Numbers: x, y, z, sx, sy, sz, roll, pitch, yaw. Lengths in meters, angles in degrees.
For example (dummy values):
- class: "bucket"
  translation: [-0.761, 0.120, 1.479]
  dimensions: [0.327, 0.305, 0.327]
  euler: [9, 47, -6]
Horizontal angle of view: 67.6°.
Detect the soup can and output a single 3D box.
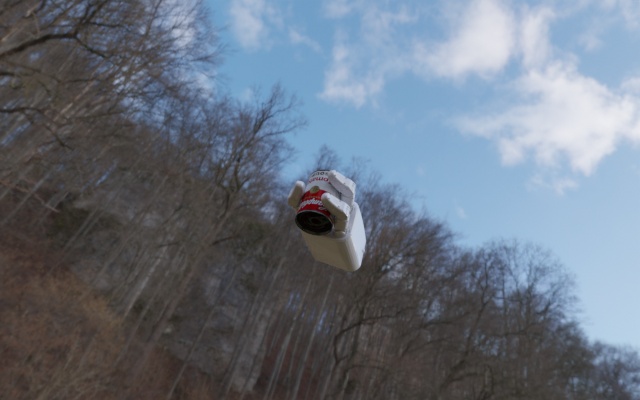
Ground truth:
- class: "soup can"
  translation: [0.000, 0.002, 0.859]
  dimensions: [0.068, 0.102, 0.069]
  euler: [11, -39, 9]
